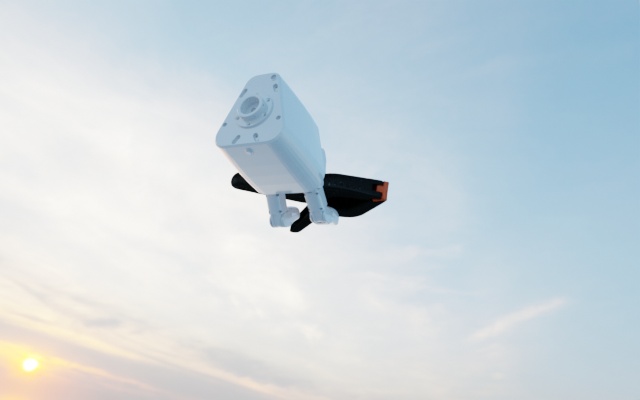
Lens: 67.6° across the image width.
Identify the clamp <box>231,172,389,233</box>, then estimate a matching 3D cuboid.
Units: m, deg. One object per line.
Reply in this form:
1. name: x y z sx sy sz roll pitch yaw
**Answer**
1. clamp: 0.001 0.001 0.678 0.210 0.036 0.165 -3 -29 25
